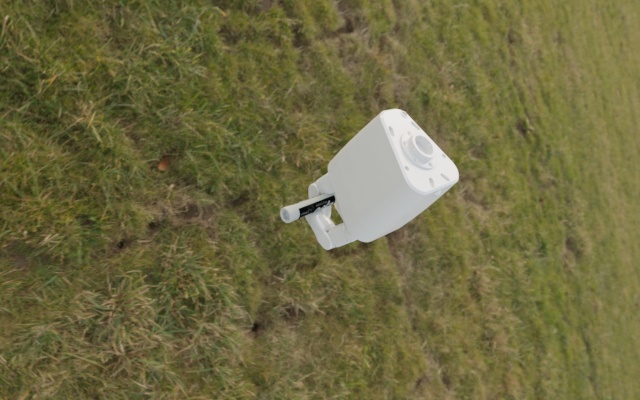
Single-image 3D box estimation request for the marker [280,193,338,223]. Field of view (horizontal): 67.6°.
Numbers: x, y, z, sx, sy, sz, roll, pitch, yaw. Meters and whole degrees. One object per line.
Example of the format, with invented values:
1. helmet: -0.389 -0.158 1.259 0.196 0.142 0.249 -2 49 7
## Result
1. marker: 0.000 0.002 0.602 0.020 0.020 0.121 0 15 46
